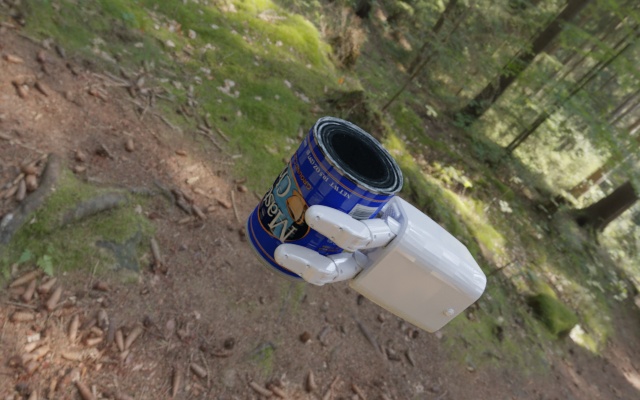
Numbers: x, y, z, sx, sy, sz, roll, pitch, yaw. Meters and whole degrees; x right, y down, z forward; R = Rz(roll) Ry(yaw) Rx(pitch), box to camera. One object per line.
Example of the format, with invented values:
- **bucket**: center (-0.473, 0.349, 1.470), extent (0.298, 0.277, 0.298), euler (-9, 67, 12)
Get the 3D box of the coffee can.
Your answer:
- **coffee can**: center (0.000, 0.002, 0.486), extent (0.103, 0.102, 0.140), euler (0, -41, -45)
